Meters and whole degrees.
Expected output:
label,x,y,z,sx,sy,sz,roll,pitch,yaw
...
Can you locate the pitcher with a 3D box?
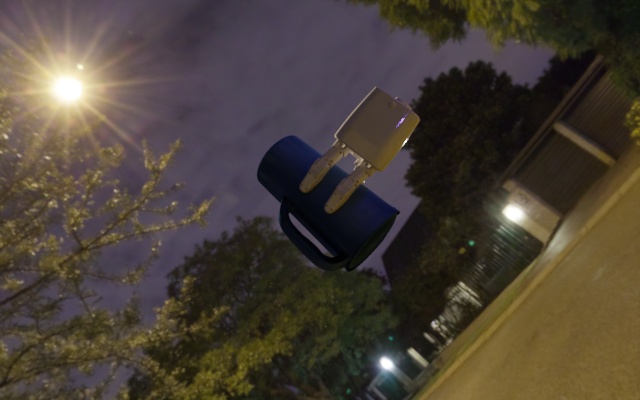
label,x,y,z,sx,sy,sz,roll,pitch,yaw
pitcher,0.000,0.003,0.819,0.242,0.145,0.149,41,9,17
